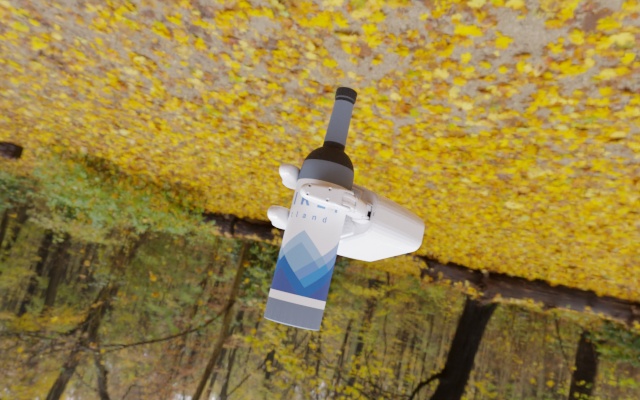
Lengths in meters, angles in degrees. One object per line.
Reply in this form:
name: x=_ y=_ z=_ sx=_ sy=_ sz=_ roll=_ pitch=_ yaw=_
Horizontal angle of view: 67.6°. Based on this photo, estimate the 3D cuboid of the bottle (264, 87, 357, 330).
bottle: x=0.000 y=0.002 z=0.580 sx=0.069 sy=0.295 sz=0.069 roll=13 pitch=-11 yaw=3
